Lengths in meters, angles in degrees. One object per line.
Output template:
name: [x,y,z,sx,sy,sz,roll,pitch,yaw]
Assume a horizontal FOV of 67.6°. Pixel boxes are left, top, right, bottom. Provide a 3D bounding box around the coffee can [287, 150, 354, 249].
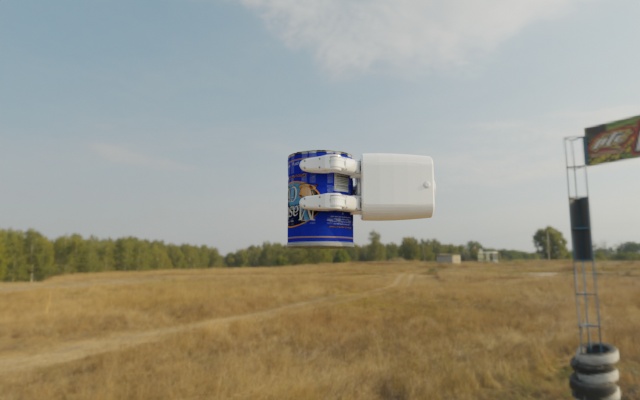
coffee can: [0.000,0.003,0.733,0.103,0.140,0.103,0,-7,0]
